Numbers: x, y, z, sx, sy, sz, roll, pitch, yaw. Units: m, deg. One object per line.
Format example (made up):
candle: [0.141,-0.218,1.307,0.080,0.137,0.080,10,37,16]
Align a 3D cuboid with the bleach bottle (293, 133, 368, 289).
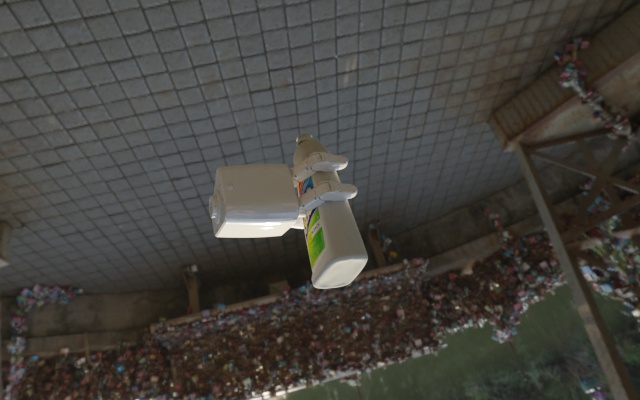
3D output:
bleach bottle: [0.000,0.002,0.747,0.068,0.250,0.103,-1,-35,-23]
